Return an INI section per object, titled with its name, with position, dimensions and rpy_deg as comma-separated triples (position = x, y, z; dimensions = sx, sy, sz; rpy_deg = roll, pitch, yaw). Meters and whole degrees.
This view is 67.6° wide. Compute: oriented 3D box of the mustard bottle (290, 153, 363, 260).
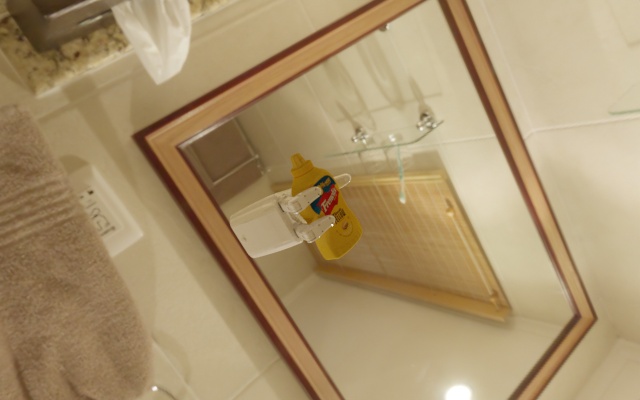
[mustard bottle]
position = 0.001, 0.003, 0.843
dimensions = 0.058, 0.192, 0.096
rpy_deg = -12, 24, 47
